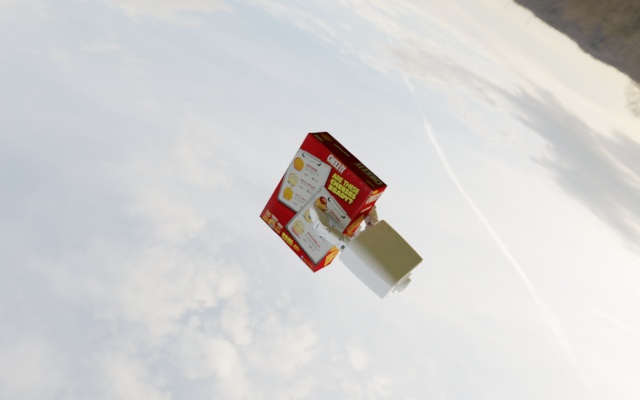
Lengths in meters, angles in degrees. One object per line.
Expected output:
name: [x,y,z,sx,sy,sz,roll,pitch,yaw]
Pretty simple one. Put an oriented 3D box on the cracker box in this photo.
cracker box: [0.000,0.003,0.900,0.164,0.214,0.072,44,30,18]
